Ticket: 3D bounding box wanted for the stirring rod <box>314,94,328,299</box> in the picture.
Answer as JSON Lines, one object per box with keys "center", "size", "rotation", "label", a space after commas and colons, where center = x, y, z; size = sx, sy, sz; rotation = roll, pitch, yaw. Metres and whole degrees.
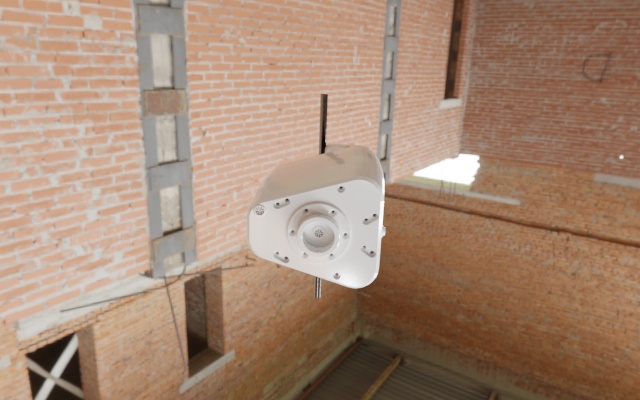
{"center": [0.000, 0.002, 0.544], "size": [0.011, 0.239, 0.011], "rotation": [2, 17, -1], "label": "stirring rod"}
